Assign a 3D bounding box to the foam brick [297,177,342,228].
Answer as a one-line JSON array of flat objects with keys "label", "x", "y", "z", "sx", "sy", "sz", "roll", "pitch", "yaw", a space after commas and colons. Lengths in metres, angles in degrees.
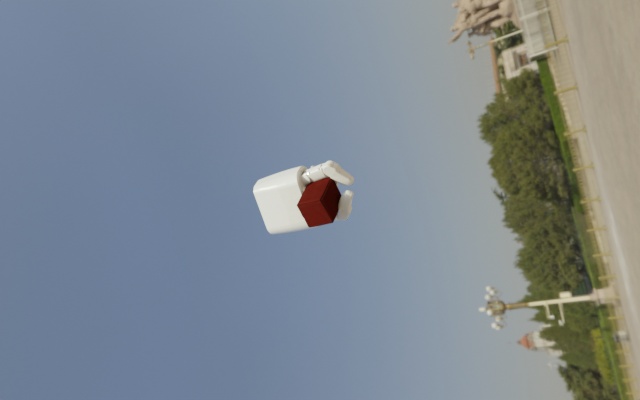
[{"label": "foam brick", "x": 0.000, "y": 0.003, "z": 0.858, "sx": 0.051, "sy": 0.053, "sz": 0.078, "roll": -13, "pitch": 29, "yaw": 26}]
